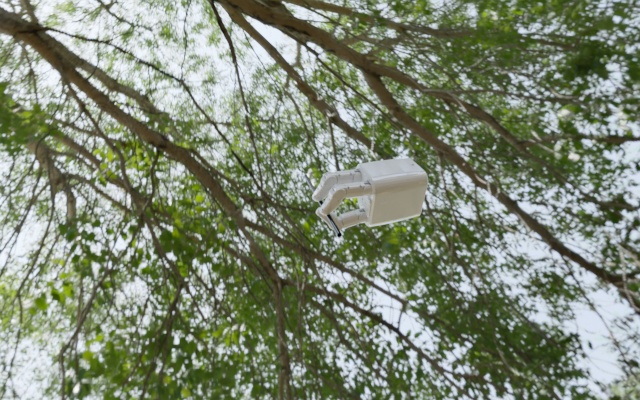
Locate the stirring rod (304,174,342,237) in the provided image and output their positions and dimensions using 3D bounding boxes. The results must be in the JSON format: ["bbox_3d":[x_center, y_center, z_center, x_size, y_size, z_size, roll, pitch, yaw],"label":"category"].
[{"bbox_3d":[0.000,0.003,0.882,0.011,0.011,0.239,0,26,-17],"label":"stirring rod"}]
